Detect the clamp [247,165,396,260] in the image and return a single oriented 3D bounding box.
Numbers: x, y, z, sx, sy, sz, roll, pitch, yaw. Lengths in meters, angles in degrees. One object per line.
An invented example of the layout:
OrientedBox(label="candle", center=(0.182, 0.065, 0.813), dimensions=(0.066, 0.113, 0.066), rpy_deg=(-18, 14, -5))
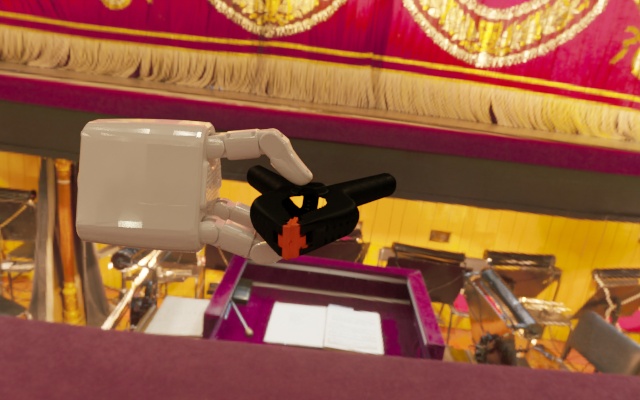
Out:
OrientedBox(label="clamp", center=(0.000, 0.001, 0.446), dimensions=(0.164, 0.036, 0.210), rpy_deg=(1, 16, 0))
